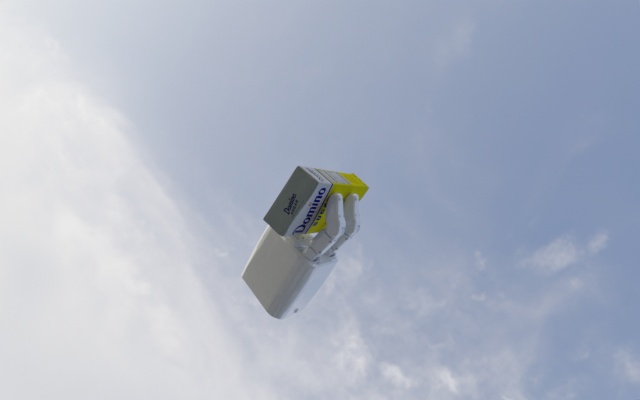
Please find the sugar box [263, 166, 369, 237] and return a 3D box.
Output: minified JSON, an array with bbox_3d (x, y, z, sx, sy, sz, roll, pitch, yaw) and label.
[{"bbox_3d":[0.000,0.003,0.696,0.048,0.093,0.176,40,18,19],"label":"sugar box"}]
